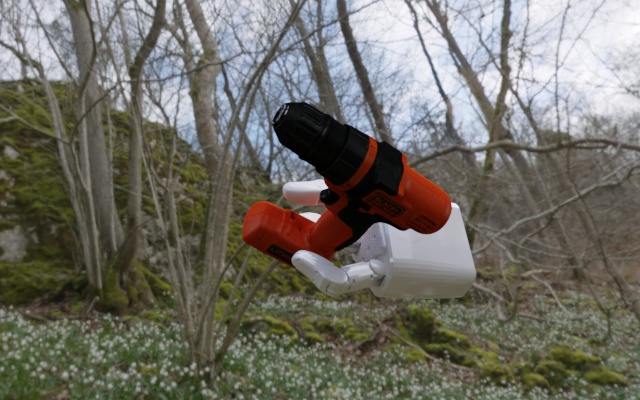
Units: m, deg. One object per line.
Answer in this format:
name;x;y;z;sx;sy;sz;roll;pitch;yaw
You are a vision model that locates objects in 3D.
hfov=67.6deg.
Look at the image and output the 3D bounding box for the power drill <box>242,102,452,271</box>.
power drill;0.000;0.002;0.459;0.184;0.057;0.188;31;-39;-22
